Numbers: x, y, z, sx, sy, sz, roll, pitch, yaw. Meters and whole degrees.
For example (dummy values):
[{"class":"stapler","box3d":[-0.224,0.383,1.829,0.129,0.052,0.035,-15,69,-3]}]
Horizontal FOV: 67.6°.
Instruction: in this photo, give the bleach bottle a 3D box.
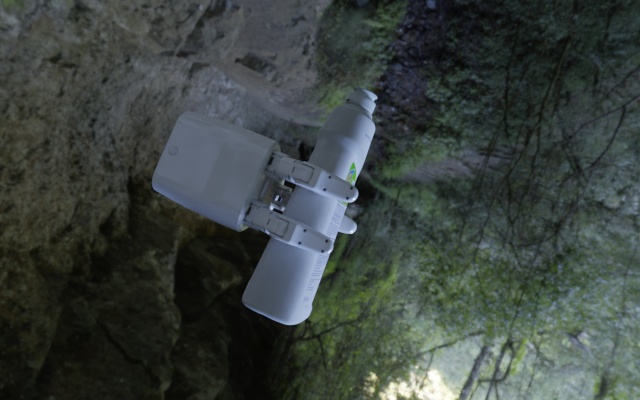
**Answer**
[{"class":"bleach bottle","box3d":[0.000,0.002,0.512,0.068,0.251,0.102,23,-2,10]}]
